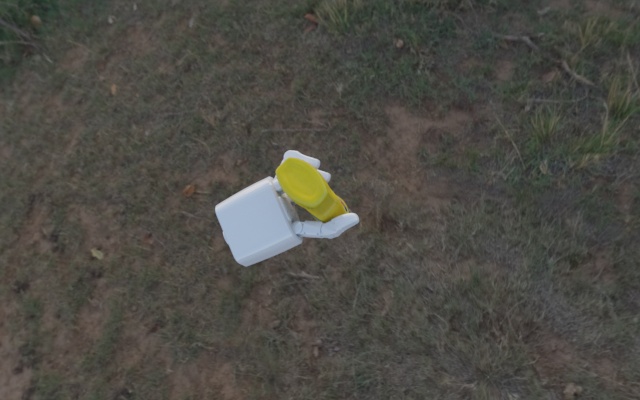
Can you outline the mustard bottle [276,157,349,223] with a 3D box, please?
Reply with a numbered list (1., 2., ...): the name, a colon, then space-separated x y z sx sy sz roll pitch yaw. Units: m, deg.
1. mustard bottle: 0.000 0.002 0.776 0.096 0.058 0.192 41 -2 27
